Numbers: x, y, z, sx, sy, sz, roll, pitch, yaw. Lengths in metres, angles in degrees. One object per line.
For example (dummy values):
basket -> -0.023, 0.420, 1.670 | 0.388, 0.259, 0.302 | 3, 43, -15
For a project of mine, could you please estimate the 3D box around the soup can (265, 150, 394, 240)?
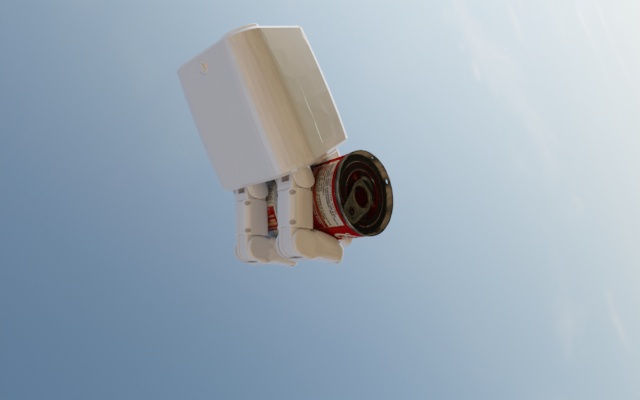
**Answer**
soup can -> 0.000, 0.002, 0.402 | 0.102, 0.068, 0.068 | -11, -8, 43
